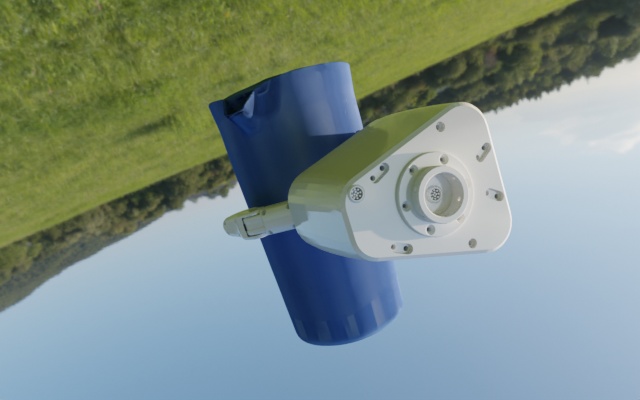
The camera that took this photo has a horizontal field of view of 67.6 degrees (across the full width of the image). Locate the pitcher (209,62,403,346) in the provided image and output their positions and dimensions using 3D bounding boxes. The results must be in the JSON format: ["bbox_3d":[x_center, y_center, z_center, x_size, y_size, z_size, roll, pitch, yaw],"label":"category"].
[{"bbox_3d":[0.000,0.002,0.459,0.149,0.243,0.145,-19,7,-19],"label":"pitcher"}]
